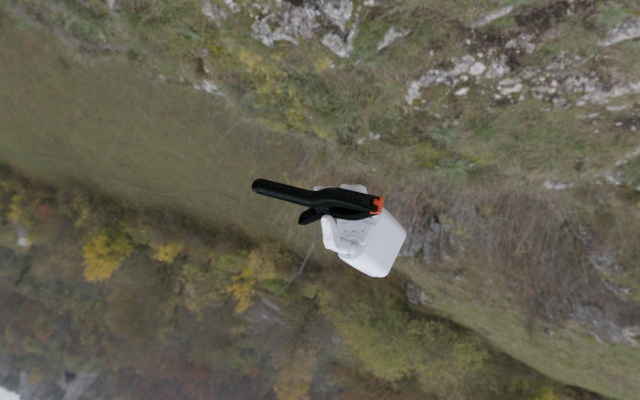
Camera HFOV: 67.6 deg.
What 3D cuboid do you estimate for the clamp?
[{"bbox_3d":[0.001,0.003,0.786,0.210,0.036,0.165,-2,-24,37],"label":"clamp"}]
